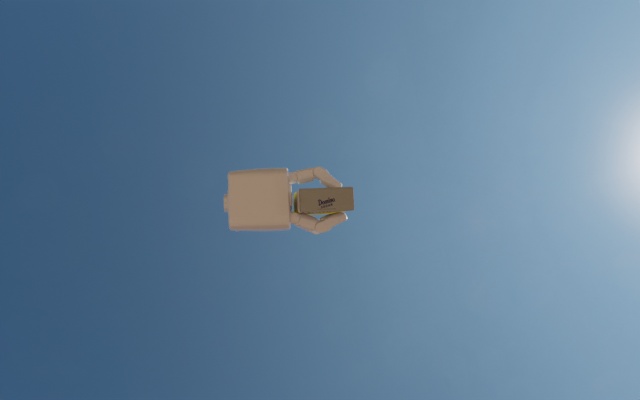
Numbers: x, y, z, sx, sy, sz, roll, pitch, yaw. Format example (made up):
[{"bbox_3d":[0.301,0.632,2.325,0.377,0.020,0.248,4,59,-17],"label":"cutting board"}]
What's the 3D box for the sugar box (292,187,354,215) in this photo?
[{"bbox_3d":[0.000,0.003,0.868,0.093,0.048,0.176,-2,0,-6],"label":"sugar box"}]
